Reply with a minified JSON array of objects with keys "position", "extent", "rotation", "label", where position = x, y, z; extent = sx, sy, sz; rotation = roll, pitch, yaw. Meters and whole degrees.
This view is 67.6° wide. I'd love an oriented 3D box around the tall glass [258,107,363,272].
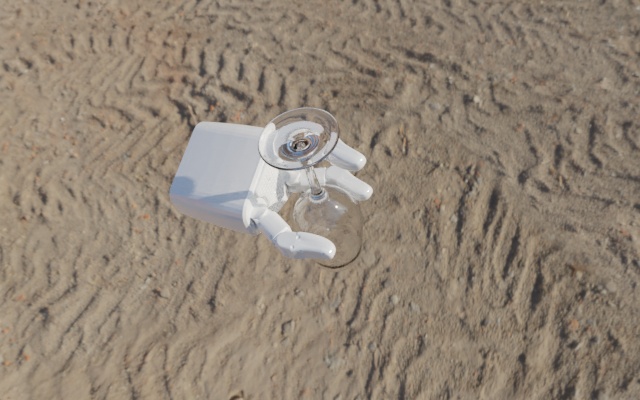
[{"position":[0.000,0.001,0.498],"extent":[0.079,0.079,0.201],"rotation":[0,-35,15],"label":"tall glass"}]
